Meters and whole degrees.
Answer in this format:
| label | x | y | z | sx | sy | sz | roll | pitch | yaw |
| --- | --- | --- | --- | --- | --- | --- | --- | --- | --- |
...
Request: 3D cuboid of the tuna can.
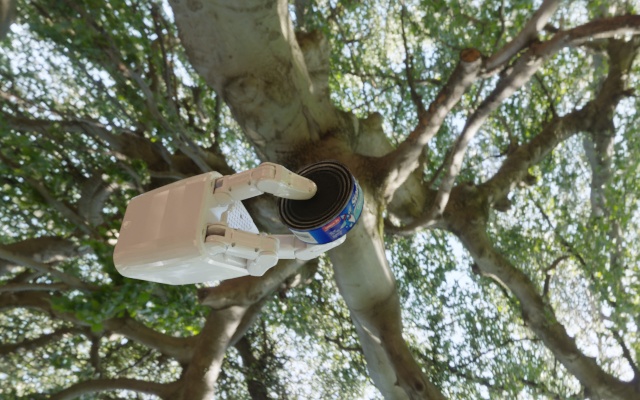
| label | x | y | z | sx | sy | sz | roll | pitch | yaw |
| --- | --- | --- | --- | --- | --- | --- | --- | --- | --- |
| tuna can | 0.000 | 0.002 | 0.485 | 0.086 | 0.086 | 0.034 | 0 | -34 | 32 |
